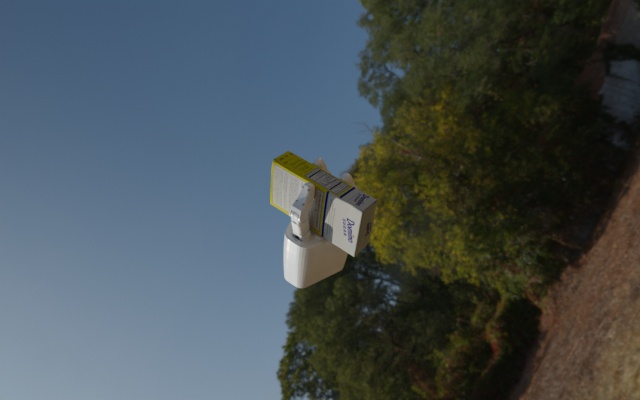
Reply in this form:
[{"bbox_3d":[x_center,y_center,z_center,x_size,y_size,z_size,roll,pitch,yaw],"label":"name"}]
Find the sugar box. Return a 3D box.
[{"bbox_3d":[0.000,0.002,0.736,0.176,0.093,0.048,29,44,25],"label":"sugar box"}]
